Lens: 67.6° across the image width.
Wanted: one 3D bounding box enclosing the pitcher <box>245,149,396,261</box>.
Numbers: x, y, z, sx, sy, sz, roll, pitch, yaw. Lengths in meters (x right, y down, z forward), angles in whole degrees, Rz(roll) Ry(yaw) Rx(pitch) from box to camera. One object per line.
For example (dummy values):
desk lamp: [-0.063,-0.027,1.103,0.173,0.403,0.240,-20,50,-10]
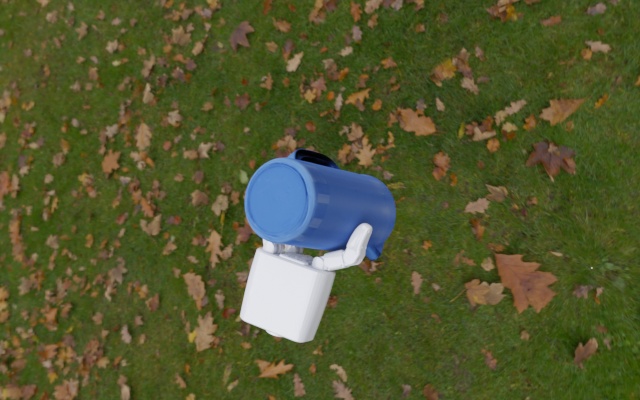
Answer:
pitcher: [0.000,0.002,0.691,0.149,0.145,0.243,17,3,30]
